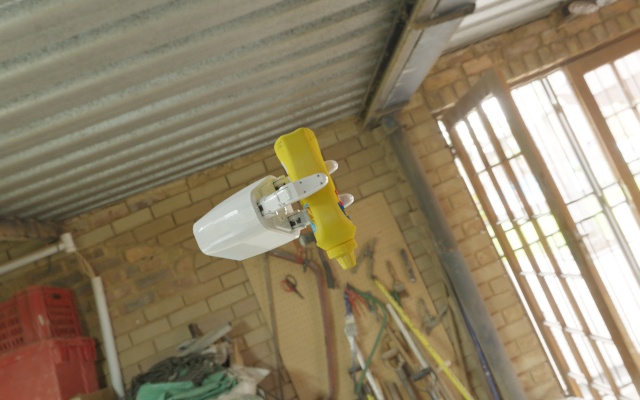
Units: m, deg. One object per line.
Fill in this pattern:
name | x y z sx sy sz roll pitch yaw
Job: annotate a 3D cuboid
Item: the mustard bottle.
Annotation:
mustard bottle | 0.000 0.002 0.644 0.058 0.191 0.096 -23 -5 -4
